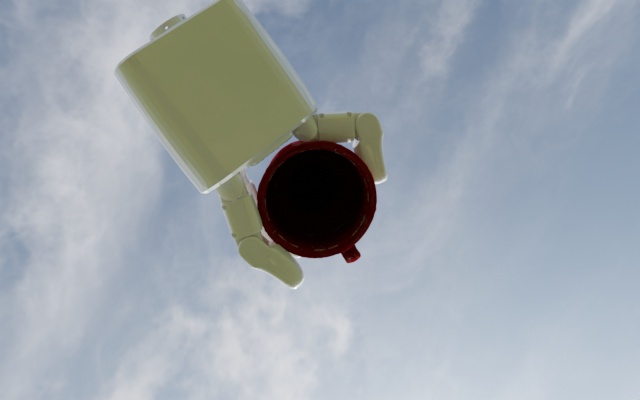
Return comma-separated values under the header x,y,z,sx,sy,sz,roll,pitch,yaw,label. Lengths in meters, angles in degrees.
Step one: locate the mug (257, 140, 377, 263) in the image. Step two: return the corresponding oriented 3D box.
x,y,z,sx,sy,sz,roll,pitch,yaw,label
0.001,0.002,0.408,0.093,0.117,0.081,-34,15,2,mug
